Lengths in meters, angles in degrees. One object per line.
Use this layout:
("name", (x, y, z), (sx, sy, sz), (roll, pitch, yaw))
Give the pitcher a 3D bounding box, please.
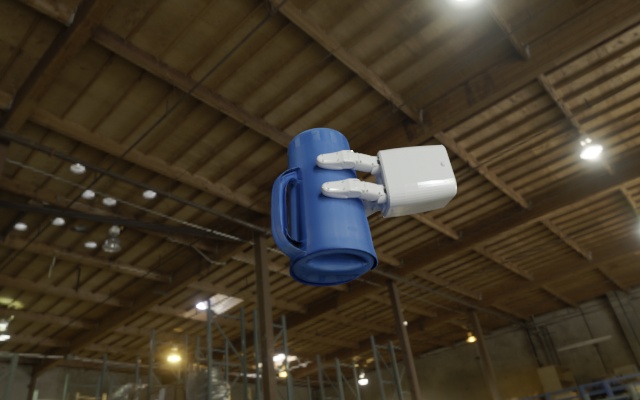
("pitcher", (0.000, 0.003, 0.765), (0.145, 0.242, 0.149), (-8, -32, 1))
